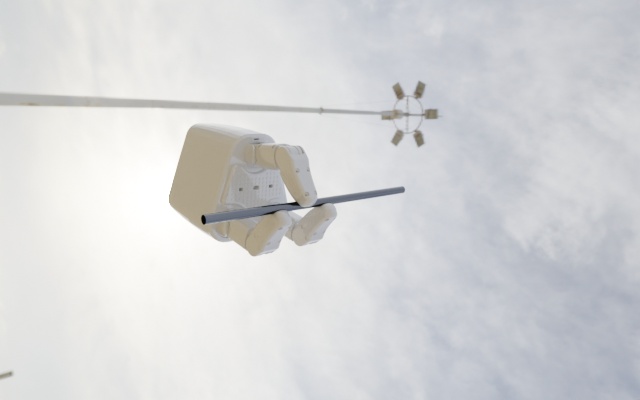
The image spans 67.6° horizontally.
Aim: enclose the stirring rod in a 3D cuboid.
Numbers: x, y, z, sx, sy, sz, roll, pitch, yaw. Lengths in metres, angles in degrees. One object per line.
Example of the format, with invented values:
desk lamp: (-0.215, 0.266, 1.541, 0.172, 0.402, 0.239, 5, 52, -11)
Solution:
stirring rod: (0.000, 0.001, 0.444, 0.239, 0.011, 0.011, -8, 6, -41)
